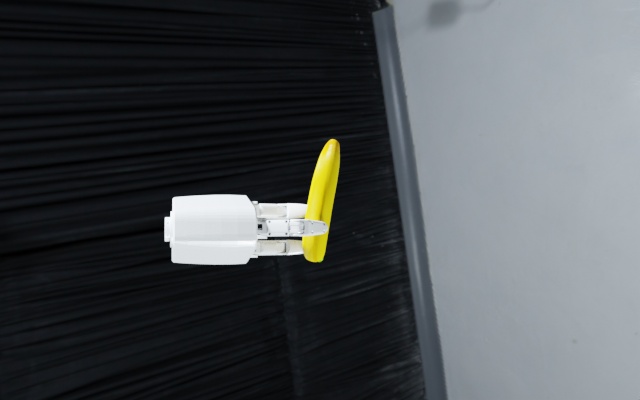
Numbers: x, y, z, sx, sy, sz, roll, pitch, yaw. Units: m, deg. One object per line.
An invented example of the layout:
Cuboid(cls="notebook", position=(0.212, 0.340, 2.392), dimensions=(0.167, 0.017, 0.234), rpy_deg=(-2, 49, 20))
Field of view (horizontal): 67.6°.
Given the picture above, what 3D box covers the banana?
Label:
Cuboid(cls="banana", position=(-0.001, 0.011, 0.696), dimensions=(0.037, 0.198, 0.069), rpy_deg=(9, 19, 0))
